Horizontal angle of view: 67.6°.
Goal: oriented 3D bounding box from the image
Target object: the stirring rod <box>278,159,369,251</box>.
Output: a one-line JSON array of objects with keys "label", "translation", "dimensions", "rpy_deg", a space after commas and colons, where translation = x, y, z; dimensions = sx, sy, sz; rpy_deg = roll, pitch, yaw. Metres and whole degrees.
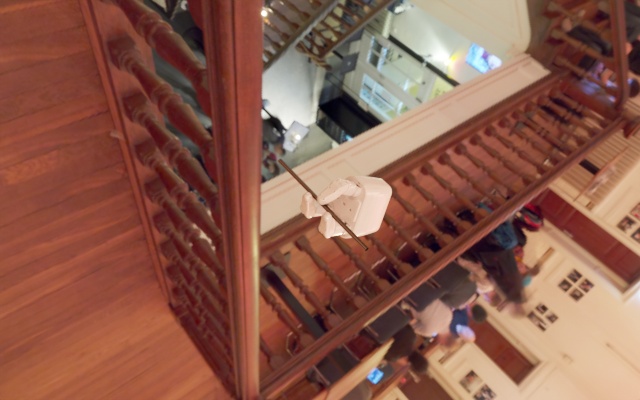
[{"label": "stirring rod", "translation": [0.000, 0.003, 0.830], "dimensions": [0.239, 0.011, 0.011], "rpy_deg": [46, 24, 26]}]
